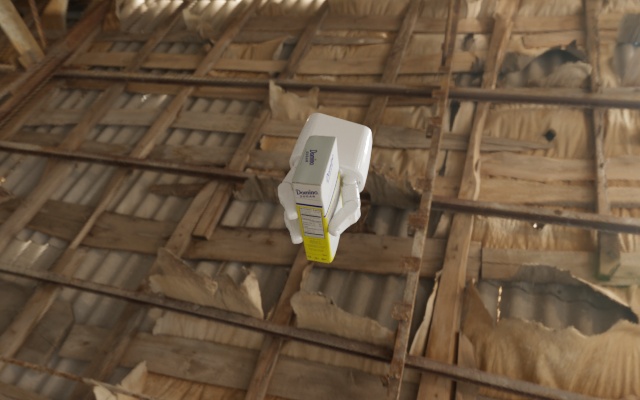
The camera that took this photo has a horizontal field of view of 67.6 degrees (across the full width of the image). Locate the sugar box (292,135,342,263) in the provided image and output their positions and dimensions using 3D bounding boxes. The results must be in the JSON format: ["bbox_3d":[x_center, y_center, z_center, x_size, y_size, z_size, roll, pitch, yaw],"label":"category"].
[{"bbox_3d":[0.000,0.002,0.680,0.048,0.093,0.176,5,-40,14],"label":"sugar box"}]
